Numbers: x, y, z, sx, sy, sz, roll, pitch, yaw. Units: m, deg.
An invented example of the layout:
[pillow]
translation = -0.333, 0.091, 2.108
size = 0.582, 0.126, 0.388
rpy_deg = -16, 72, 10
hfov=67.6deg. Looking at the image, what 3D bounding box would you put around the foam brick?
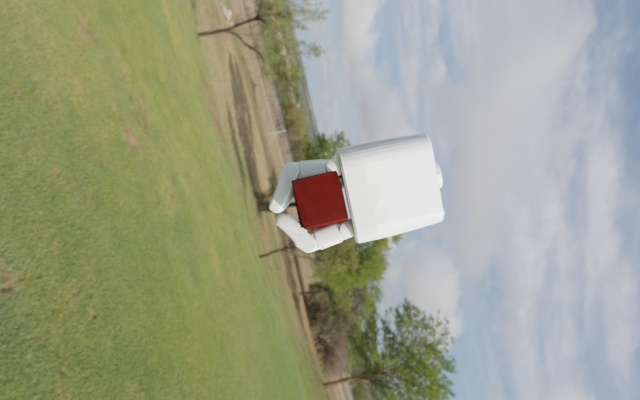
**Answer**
[foam brick]
translation = 0.000, 0.002, 0.536
size = 0.051, 0.053, 0.078
rpy_deg = -12, -5, 1
